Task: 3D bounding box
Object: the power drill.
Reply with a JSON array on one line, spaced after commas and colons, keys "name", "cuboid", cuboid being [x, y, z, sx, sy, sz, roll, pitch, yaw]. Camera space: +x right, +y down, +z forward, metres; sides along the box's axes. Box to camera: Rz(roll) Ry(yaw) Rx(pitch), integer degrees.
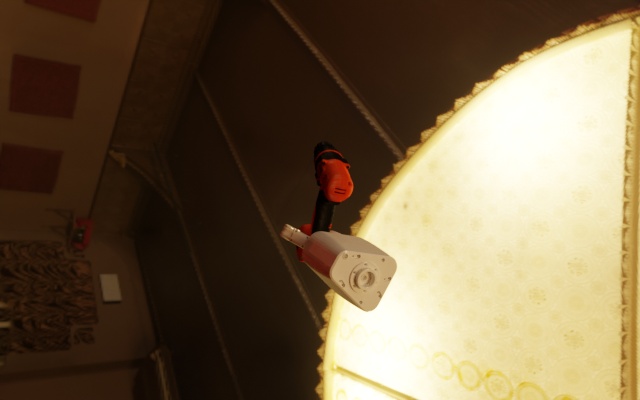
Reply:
[{"name": "power drill", "cuboid": [0.000, 0.003, 0.843, 0.057, 0.188, 0.184, 9, 25, -11]}]
